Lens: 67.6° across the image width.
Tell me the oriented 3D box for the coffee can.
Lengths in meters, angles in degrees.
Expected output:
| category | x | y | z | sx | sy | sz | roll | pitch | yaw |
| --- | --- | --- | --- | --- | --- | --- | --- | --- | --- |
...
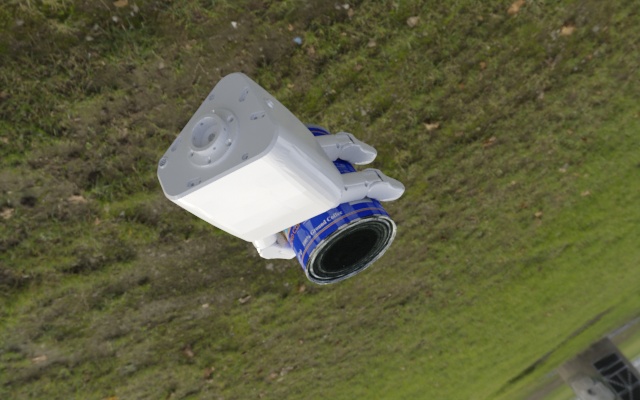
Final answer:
| category | x | y | z | sx | sy | sz | roll | pitch | yaw |
| --- | --- | --- | --- | --- | --- | --- | --- | --- | --- |
| coffee can | 0.000 | 0.002 | 0.507 | 0.103 | 0.140 | 0.103 | -22 | -34 | -16 |
